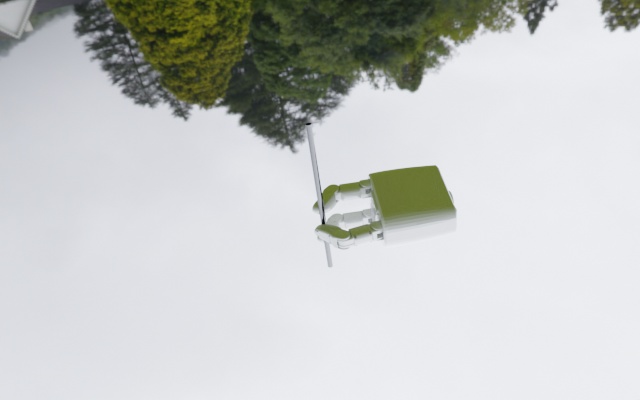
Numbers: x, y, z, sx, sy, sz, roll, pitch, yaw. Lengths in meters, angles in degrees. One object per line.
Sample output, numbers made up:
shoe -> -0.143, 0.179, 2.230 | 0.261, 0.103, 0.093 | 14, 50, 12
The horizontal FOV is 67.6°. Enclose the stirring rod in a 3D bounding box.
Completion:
stirring rod -> 0.000, 0.002, 0.671 | 0.011, 0.240, 0.011 | -6, 34, 4
